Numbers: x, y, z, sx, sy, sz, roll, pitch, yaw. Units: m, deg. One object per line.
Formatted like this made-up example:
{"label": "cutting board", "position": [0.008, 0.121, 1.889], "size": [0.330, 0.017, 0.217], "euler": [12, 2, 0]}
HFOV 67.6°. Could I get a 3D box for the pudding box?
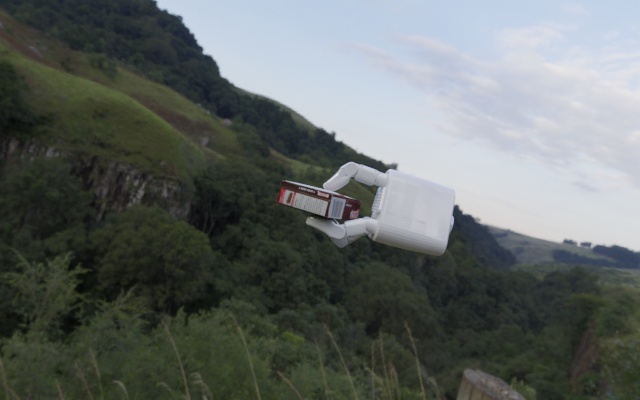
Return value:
{"label": "pudding box", "position": [0.000, 0.002, 0.730], "size": [0.090, 0.039, 0.113], "euler": [15, 0, 26]}
